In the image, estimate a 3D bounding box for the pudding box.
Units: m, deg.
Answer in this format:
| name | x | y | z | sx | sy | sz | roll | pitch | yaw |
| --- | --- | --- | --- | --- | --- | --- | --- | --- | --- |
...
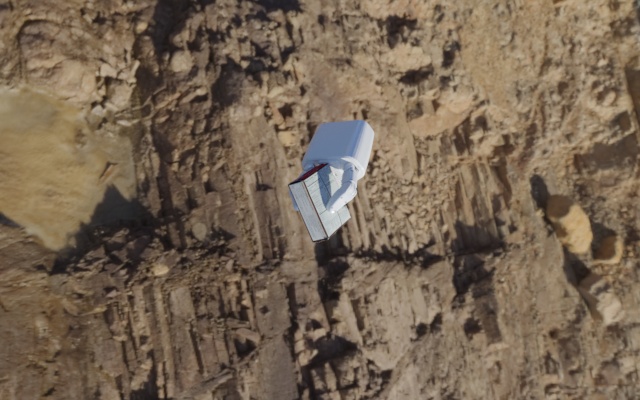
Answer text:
| name | x | y | z | sx | sy | sz | roll | pitch | yaw |
| --- | --- | --- | --- | --- | --- | --- | --- | --- | --- |
| pudding box | 0.000 | 0.003 | 0.823 | 0.039 | 0.113 | 0.090 | -16 | 13 | 37 |
